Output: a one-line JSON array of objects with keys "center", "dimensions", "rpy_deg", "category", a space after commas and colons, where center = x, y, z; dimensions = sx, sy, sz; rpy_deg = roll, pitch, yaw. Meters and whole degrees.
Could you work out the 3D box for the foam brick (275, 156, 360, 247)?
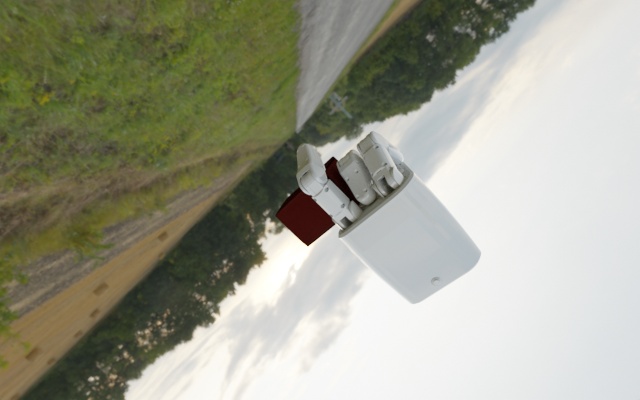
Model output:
[{"center": [0.000, 0.002, 0.511], "dimensions": [0.078, 0.051, 0.053], "rpy_deg": [-41, 9, 27], "category": "foam brick"}]
